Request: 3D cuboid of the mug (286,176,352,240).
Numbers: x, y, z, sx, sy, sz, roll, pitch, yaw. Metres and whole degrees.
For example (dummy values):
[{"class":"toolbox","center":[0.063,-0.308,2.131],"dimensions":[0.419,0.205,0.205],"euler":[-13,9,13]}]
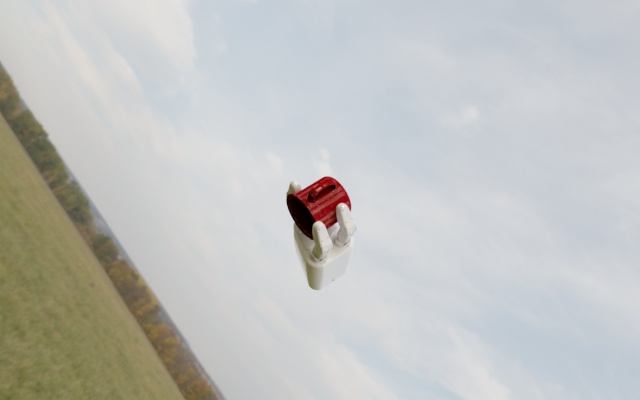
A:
[{"class":"mug","center":[0.000,0.002,0.824],"dimensions":[0.081,0.093,0.117],"euler":[-33,-27,-24]}]
